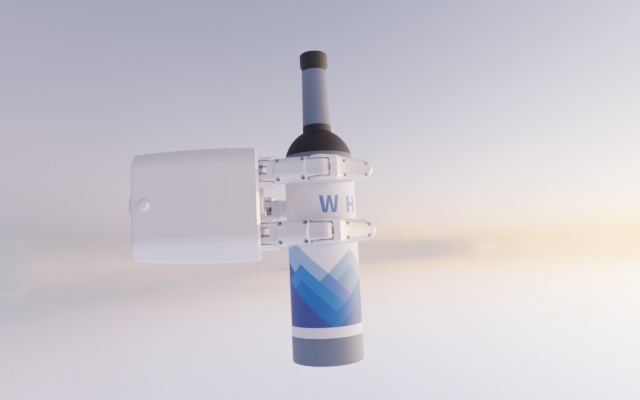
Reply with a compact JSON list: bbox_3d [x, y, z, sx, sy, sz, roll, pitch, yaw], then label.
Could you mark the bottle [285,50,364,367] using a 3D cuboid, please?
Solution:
[{"bbox_3d":[0.000,0.002,0.460,0.069,0.295,0.069,-3,-6,0],"label":"bottle"}]
